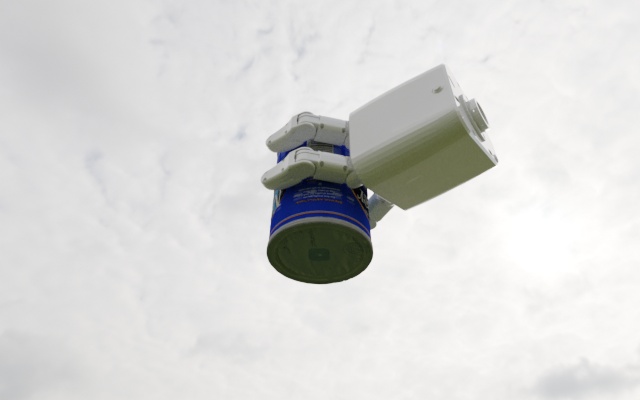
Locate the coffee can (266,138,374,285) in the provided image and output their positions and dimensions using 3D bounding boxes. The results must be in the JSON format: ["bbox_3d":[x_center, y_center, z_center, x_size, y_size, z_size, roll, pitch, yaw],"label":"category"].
[{"bbox_3d":[0.000,0.002,0.502,0.103,0.140,0.103,0,-42,0],"label":"coffee can"}]
